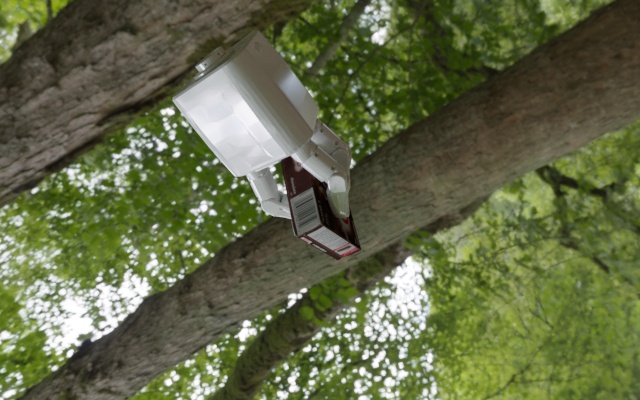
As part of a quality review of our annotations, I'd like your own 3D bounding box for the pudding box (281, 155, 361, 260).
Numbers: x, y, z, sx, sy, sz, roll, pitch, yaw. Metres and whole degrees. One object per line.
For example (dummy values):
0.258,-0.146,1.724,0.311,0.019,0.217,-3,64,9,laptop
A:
0.000,0.002,0.547,0.039,0.113,0.090,-26,-34,23,pudding box
